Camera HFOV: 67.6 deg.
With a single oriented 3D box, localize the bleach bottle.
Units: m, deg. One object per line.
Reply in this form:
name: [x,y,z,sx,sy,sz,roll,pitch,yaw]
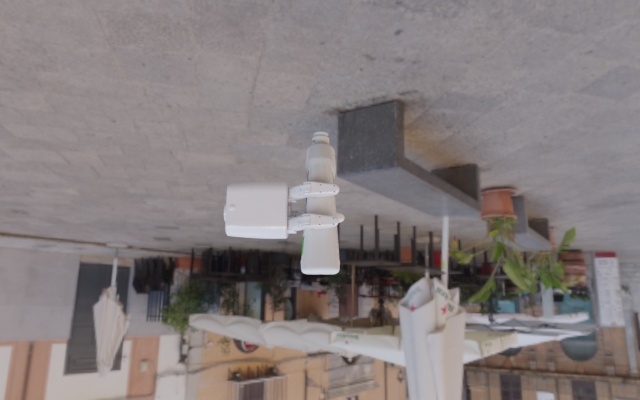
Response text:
bleach bottle: [0.000,0.003,0.856,0.068,0.250,0.102,0,-13,0]
